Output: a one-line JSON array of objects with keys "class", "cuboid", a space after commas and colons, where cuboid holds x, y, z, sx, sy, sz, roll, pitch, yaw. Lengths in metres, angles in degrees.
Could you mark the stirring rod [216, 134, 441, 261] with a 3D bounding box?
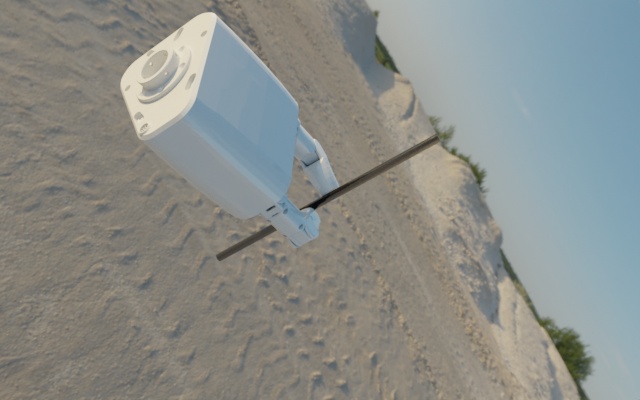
[{"class": "stirring rod", "cuboid": [0.000, 0.001, 0.444, 0.239, 0.011, 0.011, -29, -8, 16]}]
